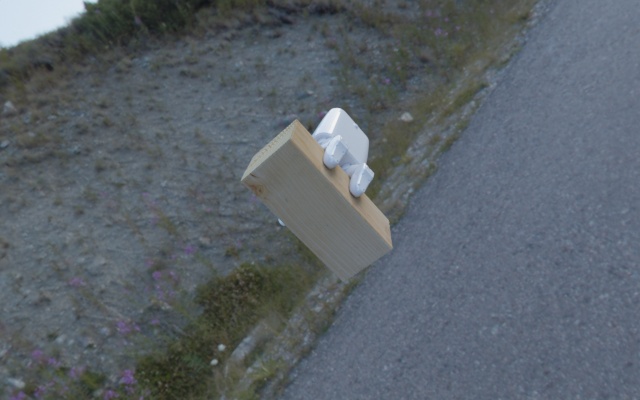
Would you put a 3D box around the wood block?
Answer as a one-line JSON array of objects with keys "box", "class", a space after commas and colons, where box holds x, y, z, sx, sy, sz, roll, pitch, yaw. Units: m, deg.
[{"box": [0.000, 0.002, 0.667, 0.091, 0.206, 0.090, -38, 19, 20], "class": "wood block"}]
